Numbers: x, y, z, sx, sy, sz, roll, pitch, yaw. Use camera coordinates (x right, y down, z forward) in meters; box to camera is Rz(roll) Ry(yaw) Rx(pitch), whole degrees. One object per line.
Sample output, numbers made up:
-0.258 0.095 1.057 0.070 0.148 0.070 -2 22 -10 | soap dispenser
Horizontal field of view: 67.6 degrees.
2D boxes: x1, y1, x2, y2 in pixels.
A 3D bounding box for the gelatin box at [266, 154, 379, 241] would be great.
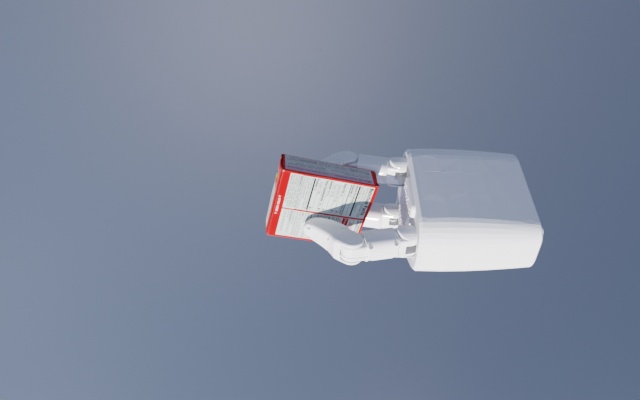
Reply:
0.000 0.002 0.436 0.089 0.073 0.030 9 35 -12 | gelatin box
